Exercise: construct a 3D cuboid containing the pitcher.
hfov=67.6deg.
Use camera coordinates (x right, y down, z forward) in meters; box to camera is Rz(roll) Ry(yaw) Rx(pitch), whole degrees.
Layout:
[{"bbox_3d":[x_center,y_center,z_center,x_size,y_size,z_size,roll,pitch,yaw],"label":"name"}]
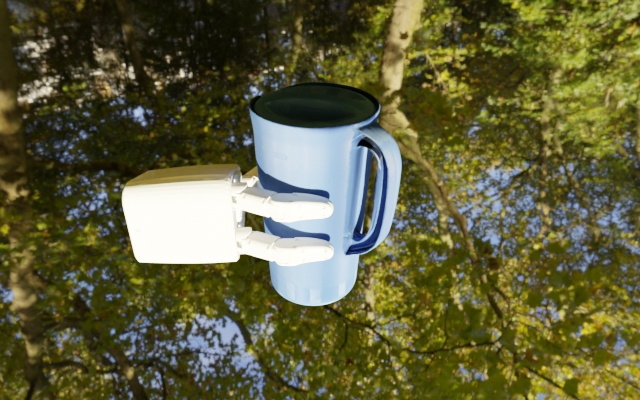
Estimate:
[{"bbox_3d":[0.000,0.002,0.538,0.145,0.243,0.149,-1,32,-3],"label":"pitcher"}]
